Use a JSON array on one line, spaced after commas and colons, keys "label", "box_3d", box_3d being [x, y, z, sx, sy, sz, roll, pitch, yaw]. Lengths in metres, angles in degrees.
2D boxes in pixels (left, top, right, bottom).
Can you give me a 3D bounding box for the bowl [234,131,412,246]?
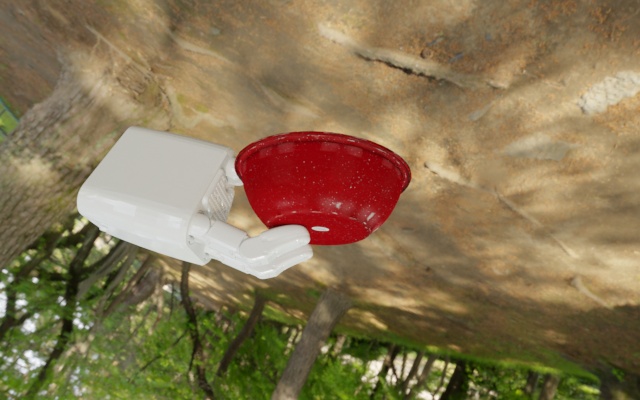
[{"label": "bowl", "box_3d": [0.001, 0.002, 0.429, 0.162, 0.055, 0.162, 3, -22, 1]}]
